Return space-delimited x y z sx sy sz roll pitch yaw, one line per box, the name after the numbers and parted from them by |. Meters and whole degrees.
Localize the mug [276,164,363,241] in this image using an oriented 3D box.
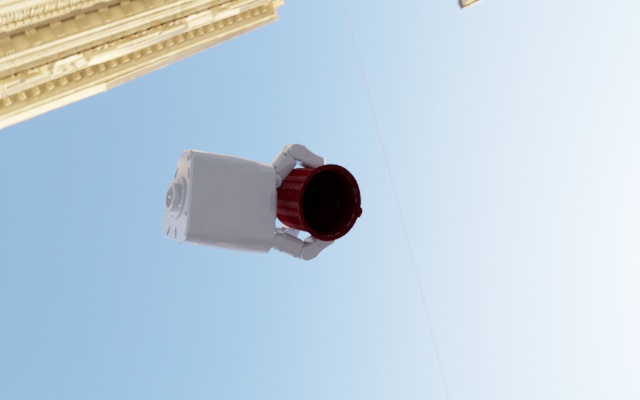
0.001 0.002 0.610 0.117 0.093 0.081 13 -3 -34 | mug
